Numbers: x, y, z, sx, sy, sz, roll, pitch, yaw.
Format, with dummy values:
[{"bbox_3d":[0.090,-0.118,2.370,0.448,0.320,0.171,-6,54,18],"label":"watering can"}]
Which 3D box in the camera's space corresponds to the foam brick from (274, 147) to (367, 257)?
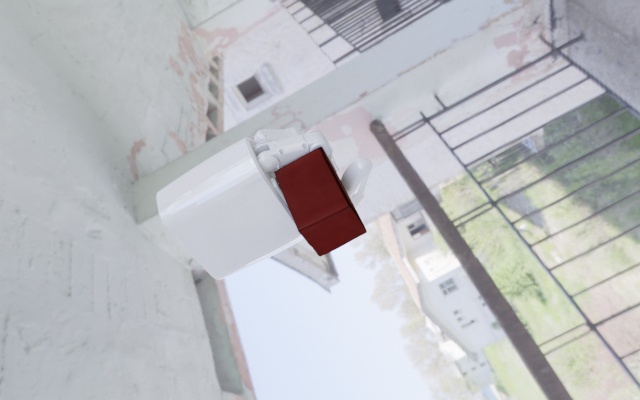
[{"bbox_3d":[0.000,0.002,0.439,0.051,0.078,0.053,-28,-39,4],"label":"foam brick"}]
